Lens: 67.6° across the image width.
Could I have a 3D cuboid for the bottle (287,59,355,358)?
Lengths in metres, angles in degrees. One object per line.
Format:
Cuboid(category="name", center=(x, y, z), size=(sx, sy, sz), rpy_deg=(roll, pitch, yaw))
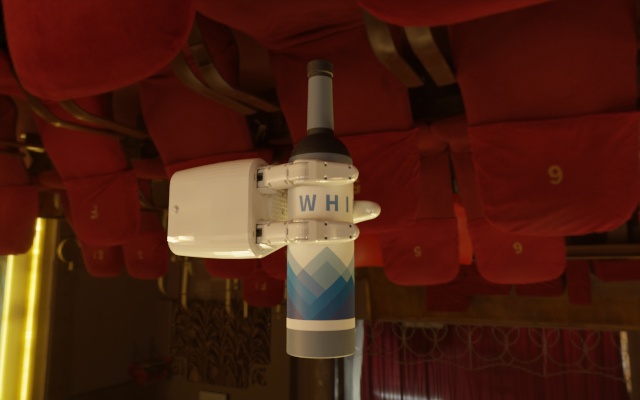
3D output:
Cuboid(category="bottle", center=(0.000, 0.002, 0.484), size=(0.069, 0.295, 0.069), rpy_deg=(0, -8, 0))
